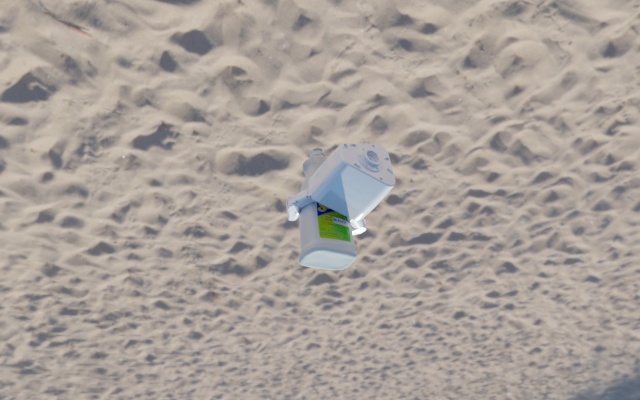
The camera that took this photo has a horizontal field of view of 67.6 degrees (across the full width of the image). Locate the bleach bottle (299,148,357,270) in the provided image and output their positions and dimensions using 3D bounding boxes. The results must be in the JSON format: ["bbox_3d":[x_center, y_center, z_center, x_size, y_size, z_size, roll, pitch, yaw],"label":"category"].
[{"bbox_3d":[0.000,0.003,0.895,0.102,0.250,0.068,12,-40,-28],"label":"bleach bottle"}]
